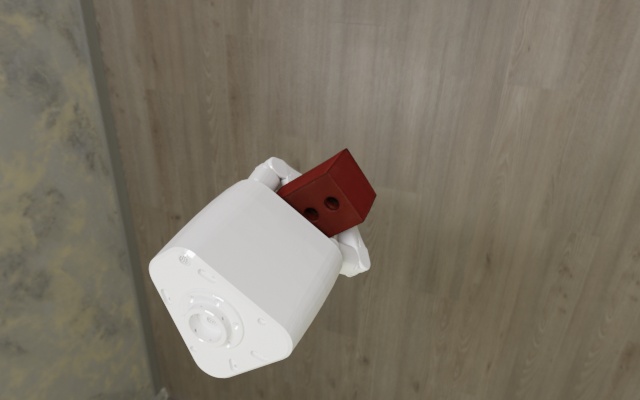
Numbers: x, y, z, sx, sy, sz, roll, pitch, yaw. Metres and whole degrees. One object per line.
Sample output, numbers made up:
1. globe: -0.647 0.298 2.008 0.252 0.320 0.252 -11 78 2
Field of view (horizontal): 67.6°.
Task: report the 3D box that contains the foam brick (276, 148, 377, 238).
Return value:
1. foam brick: 0.000 0.001 0.416 0.078 0.053 0.051 -29 14 30
